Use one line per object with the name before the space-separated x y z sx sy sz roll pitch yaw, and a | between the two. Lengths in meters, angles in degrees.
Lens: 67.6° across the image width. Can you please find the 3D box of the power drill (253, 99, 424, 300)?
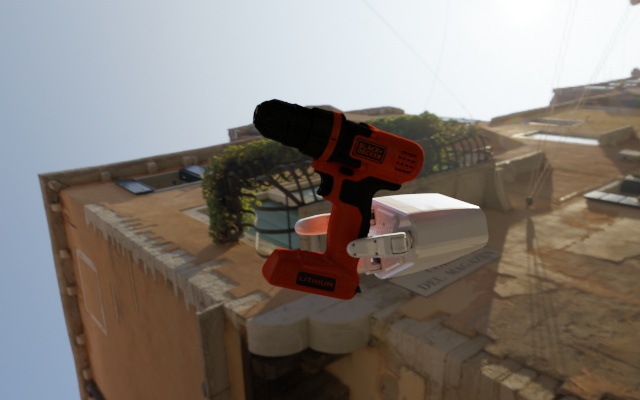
power drill | 0.000 0.002 0.500 0.184 0.188 0.057 16 12 -14
